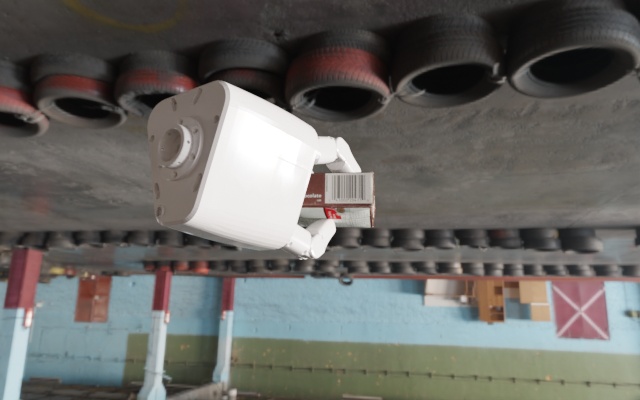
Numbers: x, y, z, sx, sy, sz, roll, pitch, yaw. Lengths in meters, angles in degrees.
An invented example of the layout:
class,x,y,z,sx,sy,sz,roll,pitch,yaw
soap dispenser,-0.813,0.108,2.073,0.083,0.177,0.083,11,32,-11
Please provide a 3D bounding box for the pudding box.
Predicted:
class,x,y,z,sx,sy,sz,roll,pitch,yaw
pudding box,0.000,0.002,0.497,0.113,0.039,0.090,1,-15,7
